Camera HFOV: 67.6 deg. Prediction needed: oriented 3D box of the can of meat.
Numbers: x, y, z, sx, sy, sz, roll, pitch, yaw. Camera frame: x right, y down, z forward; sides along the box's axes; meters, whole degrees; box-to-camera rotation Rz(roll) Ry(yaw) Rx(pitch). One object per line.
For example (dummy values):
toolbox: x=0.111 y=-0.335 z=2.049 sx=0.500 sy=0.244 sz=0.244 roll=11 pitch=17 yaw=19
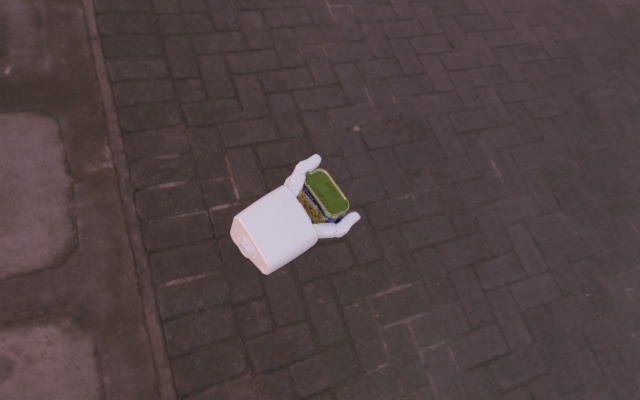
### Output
can of meat: x=0.000 y=0.003 z=0.874 sx=0.057 sy=0.102 sz=0.084 roll=-29 pitch=-14 yaw=-27
